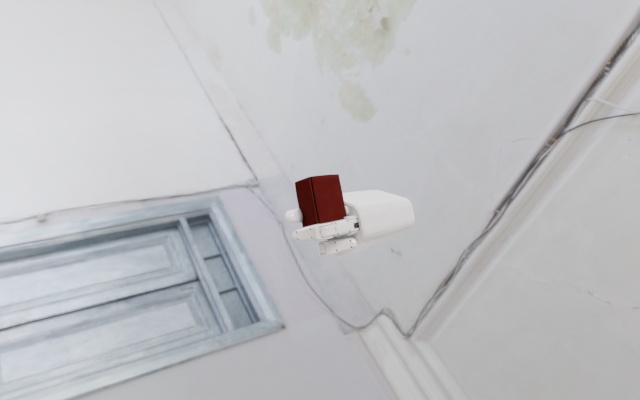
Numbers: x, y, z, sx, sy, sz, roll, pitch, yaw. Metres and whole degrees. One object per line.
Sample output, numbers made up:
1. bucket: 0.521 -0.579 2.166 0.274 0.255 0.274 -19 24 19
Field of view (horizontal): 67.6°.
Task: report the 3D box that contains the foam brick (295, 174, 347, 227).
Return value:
1. foam brick: 0.000 0.002 0.724 0.051 0.078 0.053 -10 0 -30
